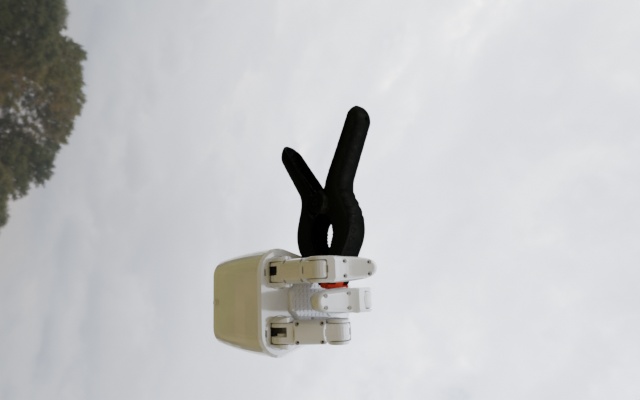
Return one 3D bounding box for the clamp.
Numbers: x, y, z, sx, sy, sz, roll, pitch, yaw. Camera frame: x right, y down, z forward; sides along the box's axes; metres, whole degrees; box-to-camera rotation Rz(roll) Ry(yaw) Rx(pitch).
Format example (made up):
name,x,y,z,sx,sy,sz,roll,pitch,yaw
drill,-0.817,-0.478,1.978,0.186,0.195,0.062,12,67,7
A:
name,x,y,z,sx,sy,sz,roll,pitch,yaw
clamp,0.001,0.002,0.471,0.039,0.171,0.120,14,-17,-34
